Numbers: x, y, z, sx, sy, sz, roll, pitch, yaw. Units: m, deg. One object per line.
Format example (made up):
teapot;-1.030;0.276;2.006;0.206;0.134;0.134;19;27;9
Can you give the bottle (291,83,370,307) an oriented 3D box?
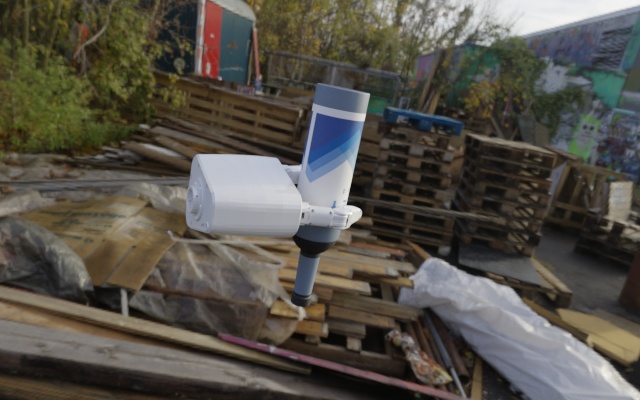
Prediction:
bottle;0.000;0.002;0.623;0.069;0.296;0.069;11;15;-3
